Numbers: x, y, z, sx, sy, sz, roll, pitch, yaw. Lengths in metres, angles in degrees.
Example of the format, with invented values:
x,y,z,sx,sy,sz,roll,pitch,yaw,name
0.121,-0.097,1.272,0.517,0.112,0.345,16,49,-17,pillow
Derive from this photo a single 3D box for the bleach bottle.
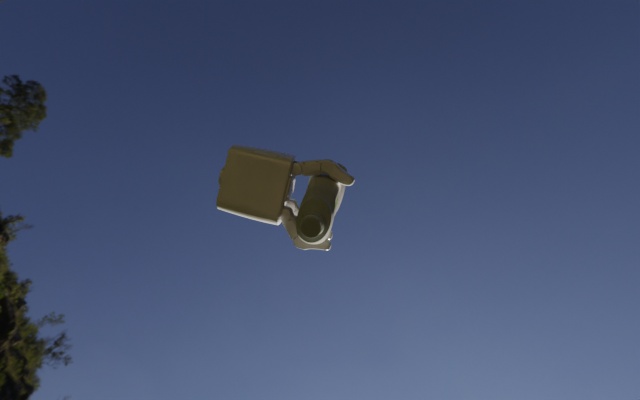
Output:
x,y,z,sx,sy,sz,roll,pitch,yaw,name
0.000,0.003,0.770,0.068,0.102,0.250,13,13,2,bleach bottle
